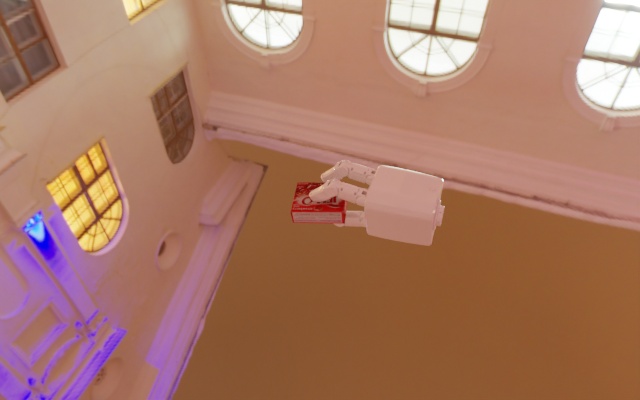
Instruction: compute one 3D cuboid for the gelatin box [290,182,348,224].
[{"bbox_3d":[0.000,0.003,0.794,0.089,0.030,0.073,0,43,9],"label":"gelatin box"}]
